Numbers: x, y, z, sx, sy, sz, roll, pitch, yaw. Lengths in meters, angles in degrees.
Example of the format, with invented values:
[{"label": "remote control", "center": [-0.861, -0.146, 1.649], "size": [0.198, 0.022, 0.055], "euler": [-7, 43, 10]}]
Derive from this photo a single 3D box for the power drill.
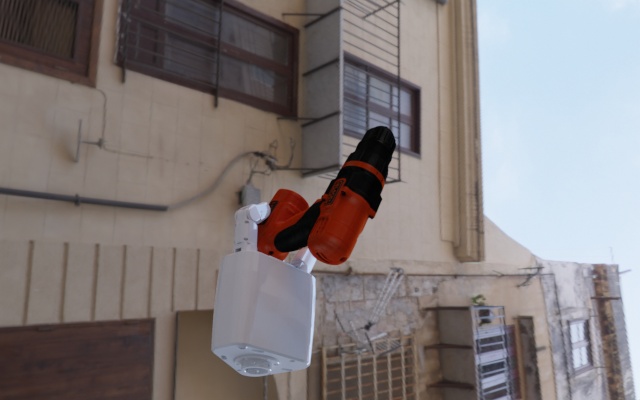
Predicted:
[{"label": "power drill", "center": [0.000, 0.002, 0.574], "size": [0.057, 0.184, 0.188], "euler": [41, -33, -18]}]
